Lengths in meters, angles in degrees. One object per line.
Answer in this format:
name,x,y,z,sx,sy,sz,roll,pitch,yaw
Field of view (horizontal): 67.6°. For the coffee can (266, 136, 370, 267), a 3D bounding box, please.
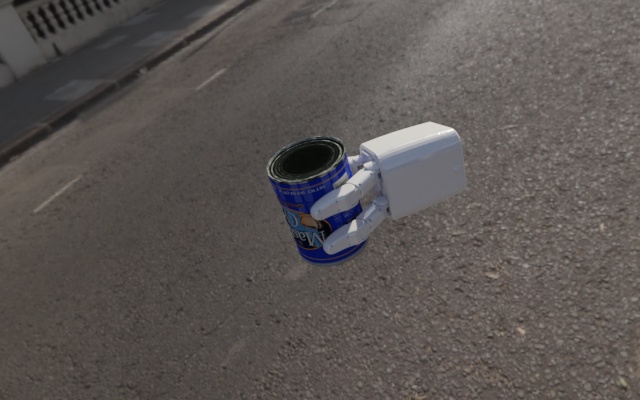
coffee can,0.000,0.002,0.627,0.103,0.140,0.102,-13,35,9
